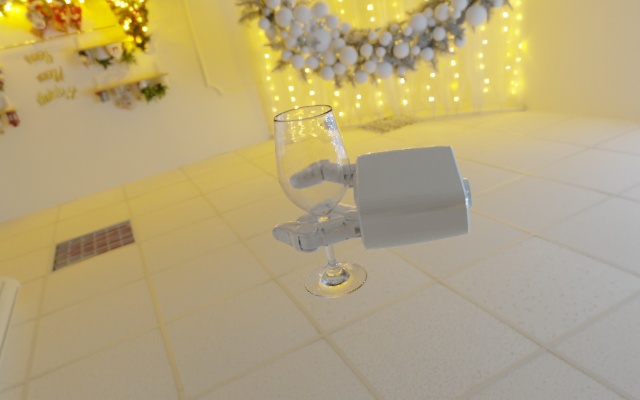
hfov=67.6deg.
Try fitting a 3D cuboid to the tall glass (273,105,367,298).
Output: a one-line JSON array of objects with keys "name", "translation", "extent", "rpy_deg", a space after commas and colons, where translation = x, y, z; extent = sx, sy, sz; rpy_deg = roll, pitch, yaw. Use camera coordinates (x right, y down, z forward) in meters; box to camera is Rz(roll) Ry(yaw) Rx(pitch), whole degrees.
[{"name": "tall glass", "translation": [0.000, 0.002, 0.520], "extent": [0.079, 0.201, 0.079], "rpy_deg": [-10, 22, 4]}]
